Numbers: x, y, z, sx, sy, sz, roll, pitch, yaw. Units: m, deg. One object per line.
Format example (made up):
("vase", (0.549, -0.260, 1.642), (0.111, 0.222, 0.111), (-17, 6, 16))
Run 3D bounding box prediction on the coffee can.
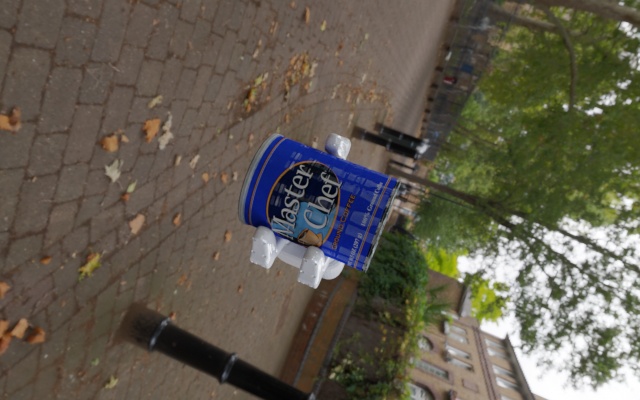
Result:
("coffee can", (0.000, 0.001, 0.498), (0.140, 0.103, 0.103), (21, 3, 9))
